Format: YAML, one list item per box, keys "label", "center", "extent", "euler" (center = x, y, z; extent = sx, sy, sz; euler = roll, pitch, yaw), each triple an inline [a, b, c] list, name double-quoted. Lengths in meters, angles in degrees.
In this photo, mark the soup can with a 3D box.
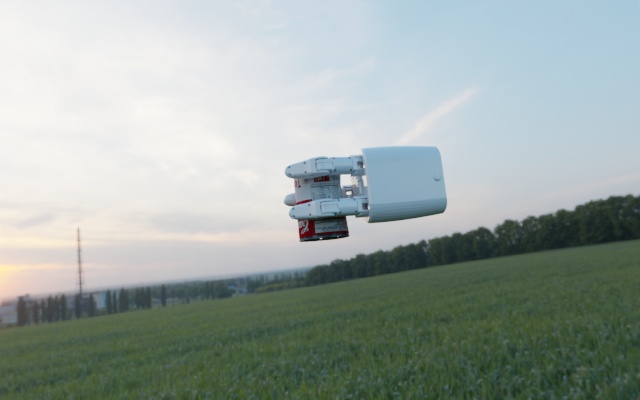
- label: "soup can"
  center: [0.000, 0.002, 0.649]
  extent: [0.068, 0.102, 0.068]
  euler: [-6, -8, -1]
